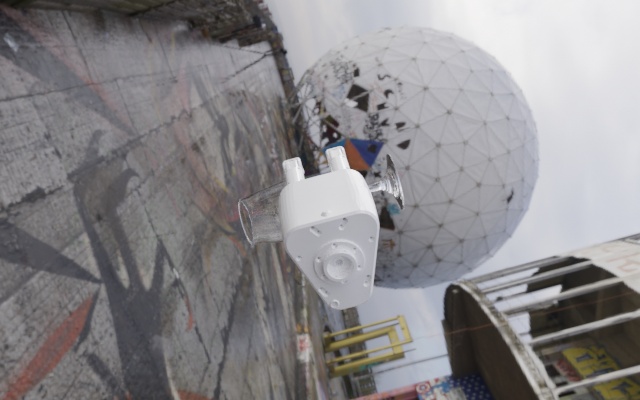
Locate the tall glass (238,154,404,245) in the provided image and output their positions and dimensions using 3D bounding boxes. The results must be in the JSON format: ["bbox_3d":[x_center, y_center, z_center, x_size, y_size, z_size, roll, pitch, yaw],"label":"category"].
[{"bbox_3d":[0.001,0.002,0.612,0.201,0.079,0.079,-15,-1,2],"label":"tall glass"}]
